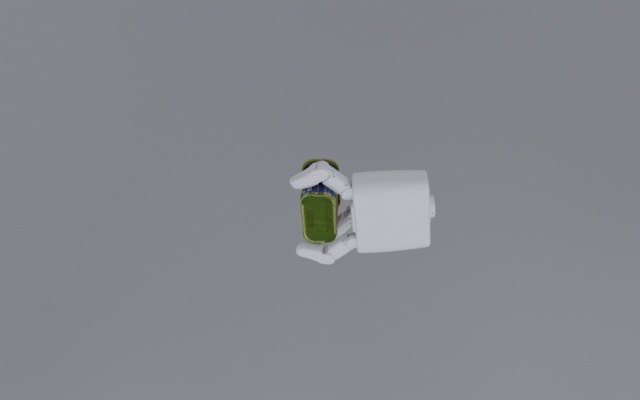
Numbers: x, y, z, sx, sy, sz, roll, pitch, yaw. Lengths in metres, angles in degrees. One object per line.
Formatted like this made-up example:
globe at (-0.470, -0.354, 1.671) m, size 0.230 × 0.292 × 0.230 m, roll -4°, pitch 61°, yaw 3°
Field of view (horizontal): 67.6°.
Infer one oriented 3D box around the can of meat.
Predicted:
can of meat at (0.000, 0.002, 0.719) m, size 0.057 × 0.102 × 0.084 m, roll -1°, pitch 40°, yaw 4°
